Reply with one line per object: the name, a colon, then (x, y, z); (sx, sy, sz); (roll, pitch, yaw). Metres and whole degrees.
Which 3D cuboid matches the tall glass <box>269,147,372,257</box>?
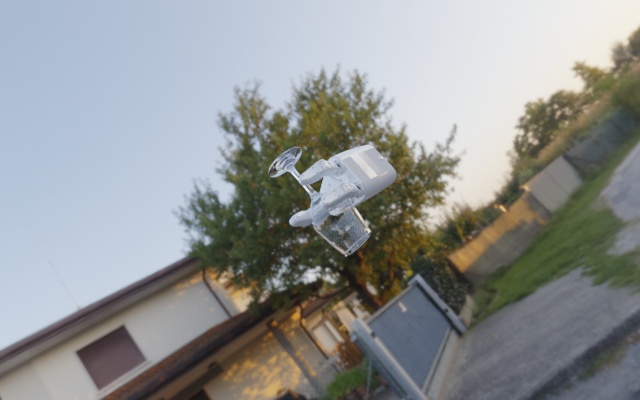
tall glass: (0.000, 0.002, 0.828); (0.079, 0.201, 0.079); (-37, -16, -13)
